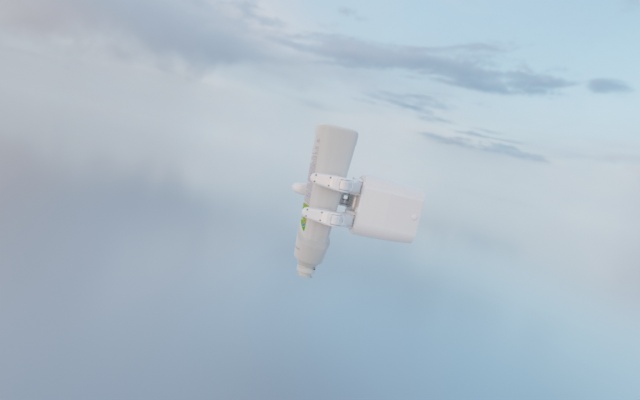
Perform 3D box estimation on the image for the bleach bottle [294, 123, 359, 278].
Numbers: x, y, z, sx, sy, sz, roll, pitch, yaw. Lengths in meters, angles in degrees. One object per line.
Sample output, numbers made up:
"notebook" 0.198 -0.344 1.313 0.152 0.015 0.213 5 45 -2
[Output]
"bleach bottle" 0.000 0.003 0.792 0.068 0.251 0.102 12 5 -9
